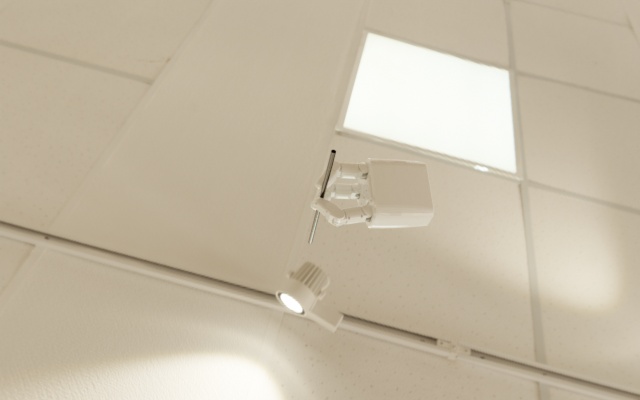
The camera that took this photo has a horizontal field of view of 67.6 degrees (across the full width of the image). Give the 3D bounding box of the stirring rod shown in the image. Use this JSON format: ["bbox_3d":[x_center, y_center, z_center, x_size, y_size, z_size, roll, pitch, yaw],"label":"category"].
[{"bbox_3d":[0.000,0.003,0.796,0.011,0.011,0.240,0,-39,-12],"label":"stirring rod"}]
